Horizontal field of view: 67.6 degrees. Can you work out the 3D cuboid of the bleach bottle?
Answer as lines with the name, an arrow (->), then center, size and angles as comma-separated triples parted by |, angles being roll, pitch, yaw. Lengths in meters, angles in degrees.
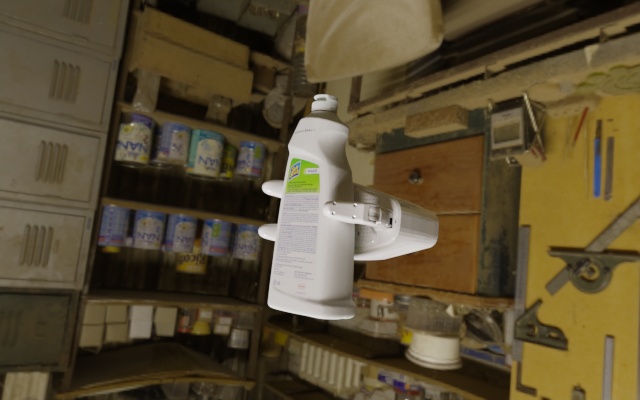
bleach bottle -> 0.000, 0.002, 0.550 | 0.102, 0.251, 0.068 | 1, -8, 40
